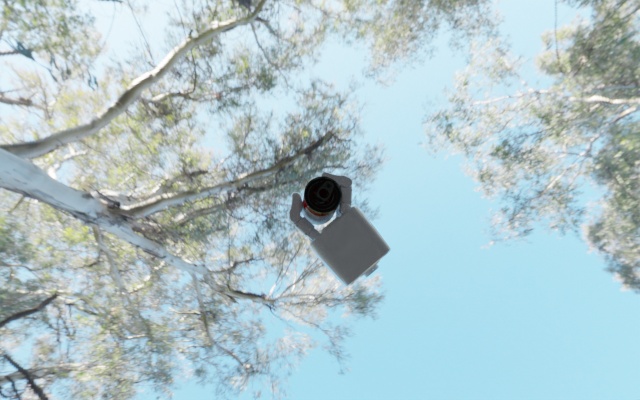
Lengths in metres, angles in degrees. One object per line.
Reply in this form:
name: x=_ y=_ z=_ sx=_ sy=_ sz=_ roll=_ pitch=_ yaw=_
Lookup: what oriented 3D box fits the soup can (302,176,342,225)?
soup can: x=0.000 y=0.003 z=0.889 sx=0.068 sy=0.068 sz=0.102 roll=0 pitch=-16 yaw=-5
